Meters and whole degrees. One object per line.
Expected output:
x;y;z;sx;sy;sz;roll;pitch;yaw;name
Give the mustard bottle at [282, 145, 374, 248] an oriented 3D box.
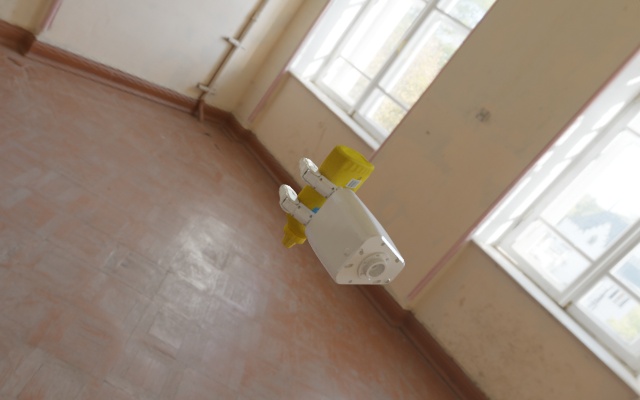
0.000;0.002;0.768;0.058;0.192;0.096;46;18;24;mustard bottle
